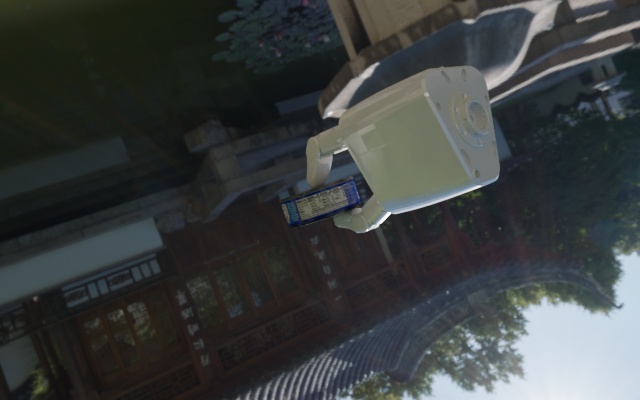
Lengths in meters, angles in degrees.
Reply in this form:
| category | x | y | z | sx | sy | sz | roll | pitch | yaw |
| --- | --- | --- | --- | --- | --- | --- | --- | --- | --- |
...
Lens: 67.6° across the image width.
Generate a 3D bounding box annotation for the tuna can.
| category | x | y | z | sx | sy | sz | roll | pitch | yaw |
| --- | --- | --- | --- | --- | --- | --- | --- | --- | --- |
| tuna can | 0.000 | 0.002 | 0.527 | 0.086 | 0.034 | 0.086 | -18 | 2 | 1 |
